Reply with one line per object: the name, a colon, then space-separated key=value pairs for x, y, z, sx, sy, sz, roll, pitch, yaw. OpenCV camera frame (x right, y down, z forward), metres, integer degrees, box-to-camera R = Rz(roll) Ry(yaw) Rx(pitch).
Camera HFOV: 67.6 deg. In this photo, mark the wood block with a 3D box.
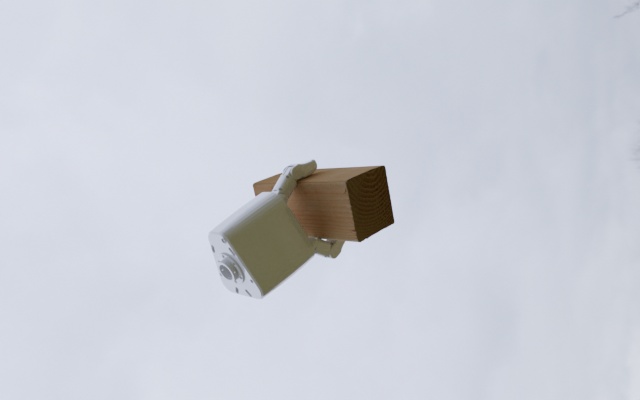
wood block: x=0.000 y=0.002 z=0.737 sx=0.206 sy=0.091 sz=0.090 roll=1 pitch=18 yaw=45
